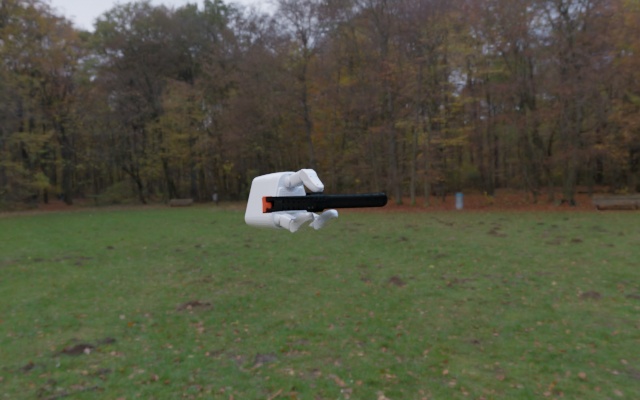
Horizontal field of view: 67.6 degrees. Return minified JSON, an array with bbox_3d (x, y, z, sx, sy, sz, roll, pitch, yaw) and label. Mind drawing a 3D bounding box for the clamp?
[{"bbox_3d":[0.000,0.002,0.833,0.210,0.036,0.164,-2,-1,-38],"label":"clamp"}]
